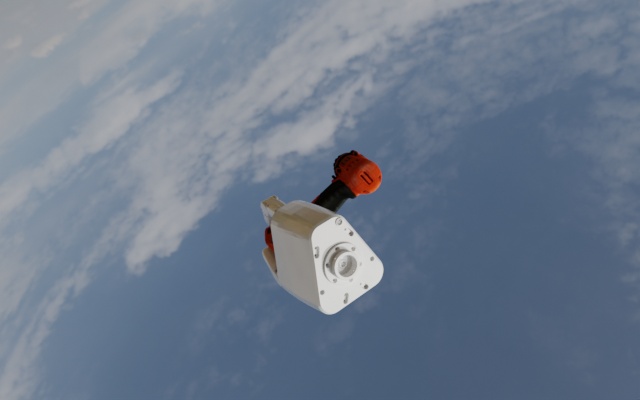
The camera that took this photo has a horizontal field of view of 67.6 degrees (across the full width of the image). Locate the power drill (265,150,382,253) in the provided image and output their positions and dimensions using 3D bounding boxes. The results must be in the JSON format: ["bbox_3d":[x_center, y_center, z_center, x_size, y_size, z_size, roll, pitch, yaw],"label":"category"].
[{"bbox_3d":[0.000,0.003,0.703,0.057,0.187,0.184,44,2,-10],"label":"power drill"}]
